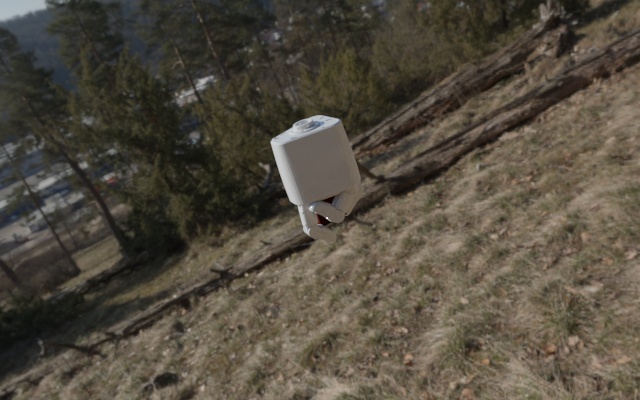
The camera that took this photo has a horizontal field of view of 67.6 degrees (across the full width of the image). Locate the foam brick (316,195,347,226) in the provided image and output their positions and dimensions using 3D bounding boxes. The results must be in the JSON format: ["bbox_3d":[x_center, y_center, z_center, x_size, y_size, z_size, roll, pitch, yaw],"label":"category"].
[{"bbox_3d":[0.000,0.003,0.821,0.053,0.051,0.078,-28,25,-19],"label":"foam brick"}]
